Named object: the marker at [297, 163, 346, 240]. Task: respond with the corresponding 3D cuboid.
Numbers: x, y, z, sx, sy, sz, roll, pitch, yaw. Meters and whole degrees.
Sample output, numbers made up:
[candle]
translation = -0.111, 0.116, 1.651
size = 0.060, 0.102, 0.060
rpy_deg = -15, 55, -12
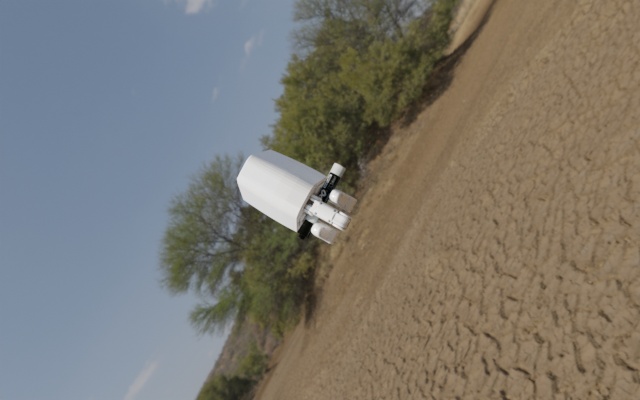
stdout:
[marker]
translation = 0.000, 0.002, 0.696
size = 0.020, 0.121, 0.020
rpy_deg = 29, -1, 1
